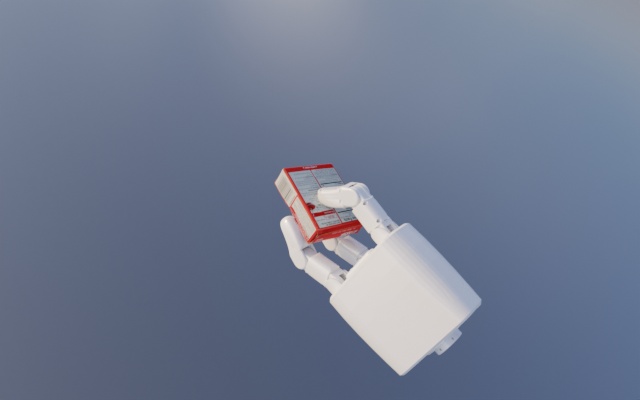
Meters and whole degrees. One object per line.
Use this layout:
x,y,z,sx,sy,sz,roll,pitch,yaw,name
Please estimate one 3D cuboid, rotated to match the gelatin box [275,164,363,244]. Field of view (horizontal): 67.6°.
0.000,0.001,0.542,0.073,0.089,0.030,-10,-31,-39,gelatin box
